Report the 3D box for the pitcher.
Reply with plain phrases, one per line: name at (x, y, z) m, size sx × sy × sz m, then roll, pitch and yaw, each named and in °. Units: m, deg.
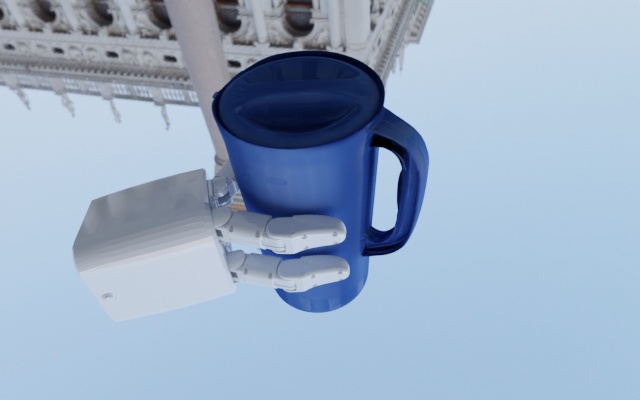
pitcher at (0.000, 0.001, 0.441) m, size 0.145 × 0.243 × 0.149 m, roll -16°, pitch 46°, yaw -9°
